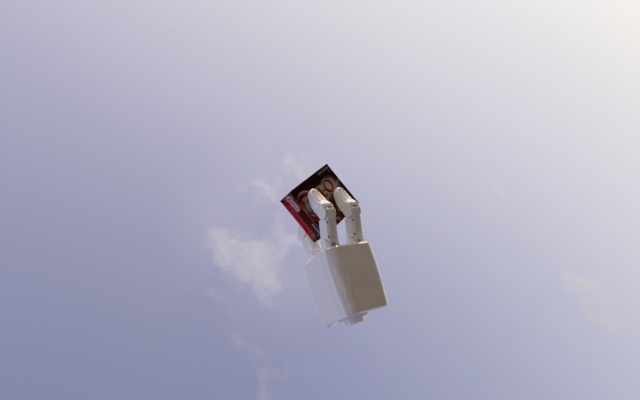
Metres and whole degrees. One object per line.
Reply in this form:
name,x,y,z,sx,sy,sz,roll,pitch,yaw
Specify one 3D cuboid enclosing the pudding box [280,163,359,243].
pudding box,0.000,0.003,0.792,0.039,0.090,0.113,-37,3,43
